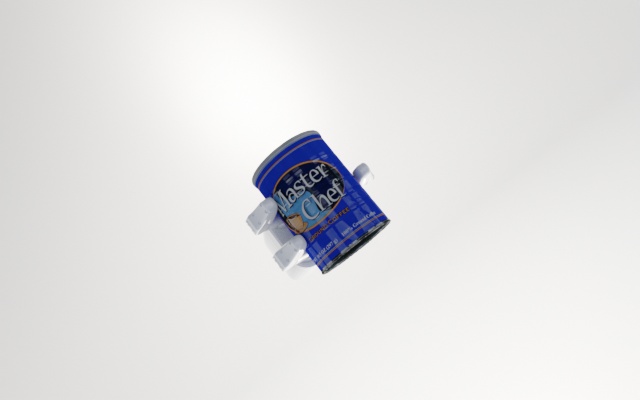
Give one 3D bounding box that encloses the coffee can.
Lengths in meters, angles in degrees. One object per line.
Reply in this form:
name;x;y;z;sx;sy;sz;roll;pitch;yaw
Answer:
coffee can;0.000;0.002;0.569;0.103;0.140;0.103;-37;-12;-9
